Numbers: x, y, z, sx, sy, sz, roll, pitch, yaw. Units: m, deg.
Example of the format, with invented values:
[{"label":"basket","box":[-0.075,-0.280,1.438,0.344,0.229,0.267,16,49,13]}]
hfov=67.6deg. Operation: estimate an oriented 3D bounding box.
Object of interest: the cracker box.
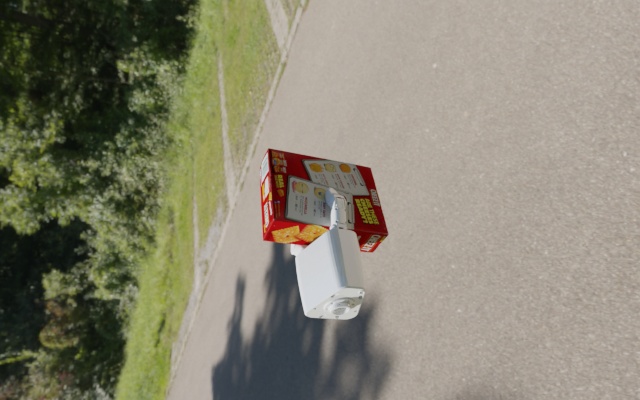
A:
[{"label":"cracker box","box":[0.000,0.003,0.866,0.214,0.164,0.072,9,-41,-22]}]
